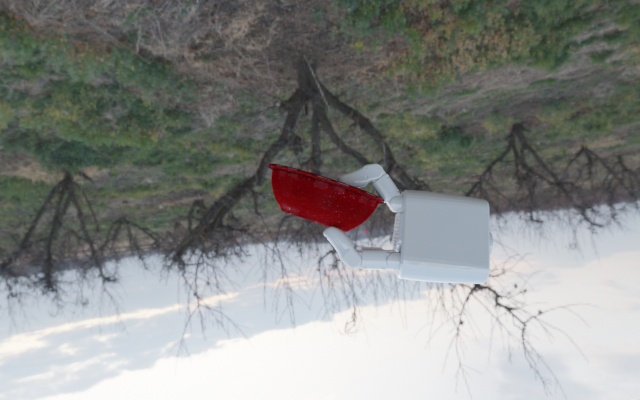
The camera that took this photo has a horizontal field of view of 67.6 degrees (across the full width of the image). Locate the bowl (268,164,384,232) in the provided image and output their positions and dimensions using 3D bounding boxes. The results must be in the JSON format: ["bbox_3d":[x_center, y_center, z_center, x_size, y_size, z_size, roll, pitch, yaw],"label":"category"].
[{"bbox_3d":[-0.001,0.002,0.630,0.162,0.055,0.162,18,-2,1],"label":"bowl"}]
